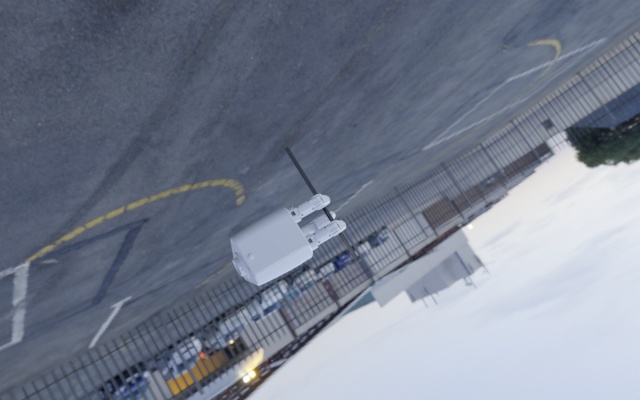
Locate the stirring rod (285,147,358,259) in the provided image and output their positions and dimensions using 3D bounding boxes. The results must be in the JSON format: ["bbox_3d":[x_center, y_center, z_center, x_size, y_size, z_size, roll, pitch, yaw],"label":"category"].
[{"bbox_3d":[0.000,0.003,0.873,0.011,0.239,0.011,-32,-8,-5],"label":"stirring rod"}]
